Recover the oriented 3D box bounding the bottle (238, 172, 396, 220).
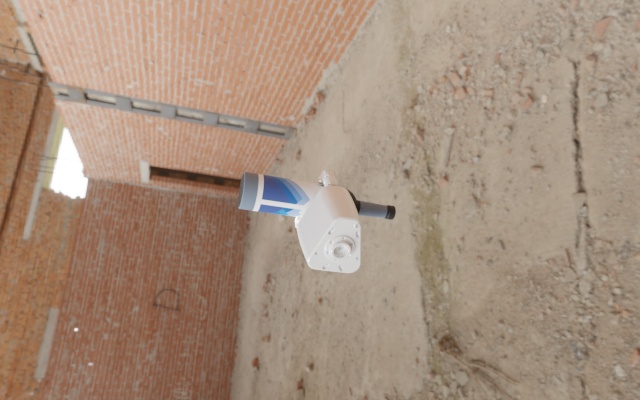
[{"bbox_3d":[0.000,0.003,0.883,0.296,0.069,0.069,9,-2,-16],"label":"bottle"}]
